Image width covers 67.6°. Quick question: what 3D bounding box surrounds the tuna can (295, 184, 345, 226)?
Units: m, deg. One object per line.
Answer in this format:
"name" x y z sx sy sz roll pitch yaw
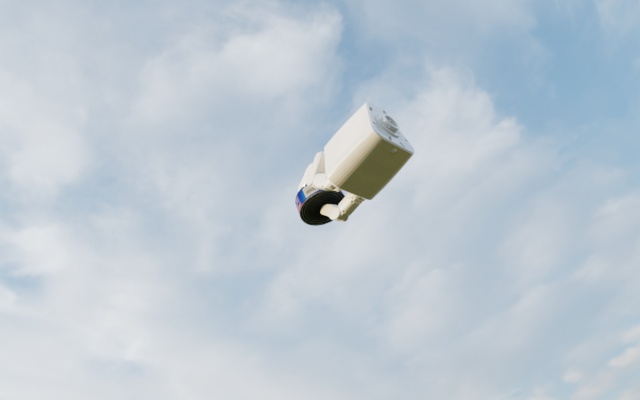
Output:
"tuna can" 0.000 0.002 0.831 0.086 0.086 0.033 0 44 -26
